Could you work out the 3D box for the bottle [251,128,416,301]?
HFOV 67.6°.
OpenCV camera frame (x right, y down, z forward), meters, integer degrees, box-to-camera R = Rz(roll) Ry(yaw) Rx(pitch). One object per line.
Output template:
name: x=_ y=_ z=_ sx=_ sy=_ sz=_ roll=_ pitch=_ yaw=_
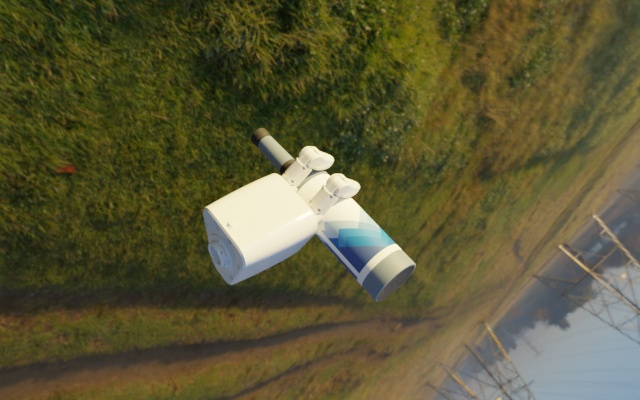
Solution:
bottle: x=0.000 y=0.002 z=0.639 sx=0.295 sy=0.069 sz=0.069 roll=47 pitch=24 yaw=24
